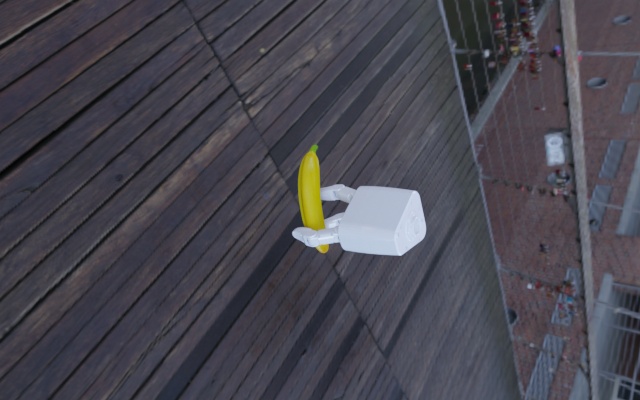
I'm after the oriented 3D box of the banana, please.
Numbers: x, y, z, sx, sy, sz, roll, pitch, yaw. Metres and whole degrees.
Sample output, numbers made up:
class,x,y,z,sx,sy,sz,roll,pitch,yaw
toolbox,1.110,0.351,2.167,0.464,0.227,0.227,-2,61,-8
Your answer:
class,x,y,z,sx,sy,sz,roll,pitch,yaw
banana,-0.010,0.002,0.840,0.037,0.198,0.069,1,8,33
